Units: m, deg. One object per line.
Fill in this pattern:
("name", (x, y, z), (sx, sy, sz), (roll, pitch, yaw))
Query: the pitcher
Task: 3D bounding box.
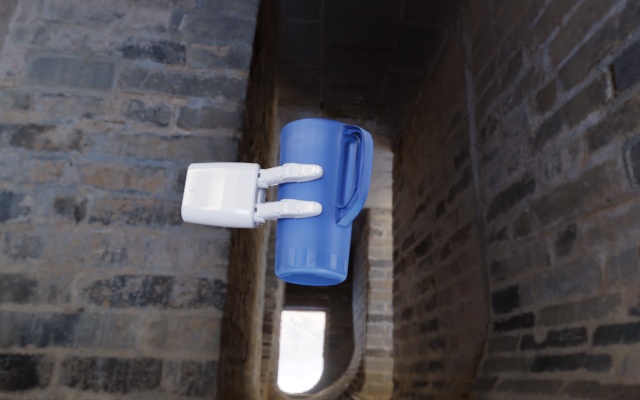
("pitcher", (0.000, 0.002, 0.739), (0.145, 0.242, 0.149), (4, -19, 0))
